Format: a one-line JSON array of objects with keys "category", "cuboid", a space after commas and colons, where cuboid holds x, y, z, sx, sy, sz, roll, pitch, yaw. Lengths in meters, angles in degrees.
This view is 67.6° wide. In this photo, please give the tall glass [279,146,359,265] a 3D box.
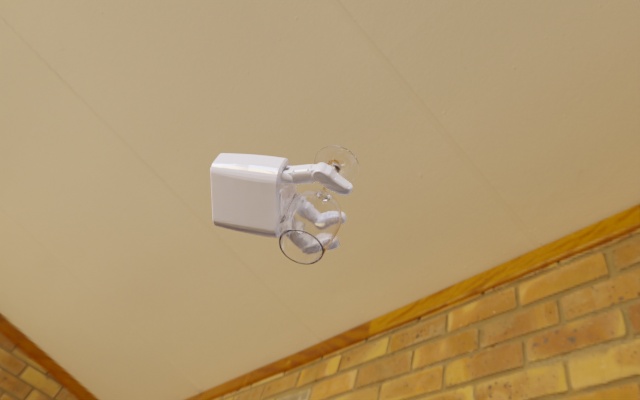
[{"category": "tall glass", "cuboid": [0.000, 0.002, 0.699, 0.079, 0.079, 0.201, 0, 37, 19]}]
